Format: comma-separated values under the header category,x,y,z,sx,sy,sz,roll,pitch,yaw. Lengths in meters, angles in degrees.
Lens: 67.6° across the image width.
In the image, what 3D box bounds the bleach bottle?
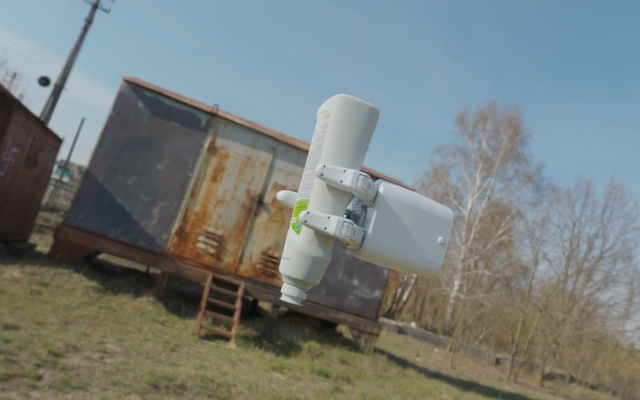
category,x,y,z,sx,sy,sz,roll,pitch,yaw
bleach bottle,0.000,0.002,0.587,0.068,0.251,0.102,19,-9,-13
